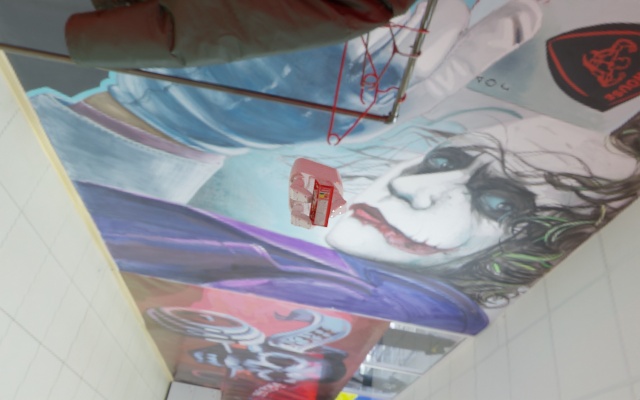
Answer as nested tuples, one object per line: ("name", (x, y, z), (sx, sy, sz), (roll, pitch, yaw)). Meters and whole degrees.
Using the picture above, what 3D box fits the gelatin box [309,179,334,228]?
("gelatin box", (0.001, 0.003, 0.859), (0.030, 0.073, 0.089), (9, 9, -7))
